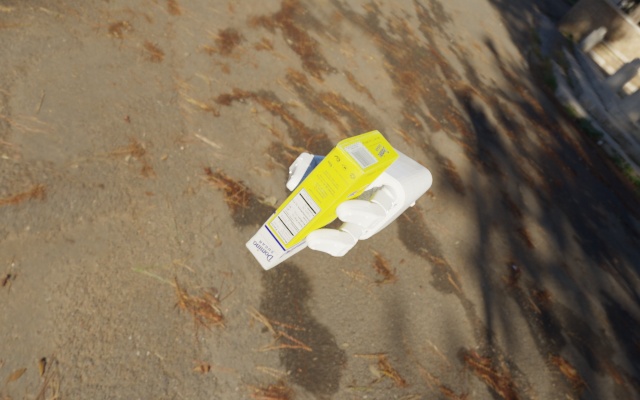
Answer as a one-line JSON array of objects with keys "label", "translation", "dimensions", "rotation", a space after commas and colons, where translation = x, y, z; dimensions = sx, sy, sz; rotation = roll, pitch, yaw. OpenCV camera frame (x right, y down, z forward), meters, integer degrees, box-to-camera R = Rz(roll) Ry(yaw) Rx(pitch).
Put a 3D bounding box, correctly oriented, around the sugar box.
[{"label": "sugar box", "translation": [0.001, 0.002, 0.528], "dimensions": [0.176, 0.048, 0.093], "rotation": [-49, -13, 33]}]
